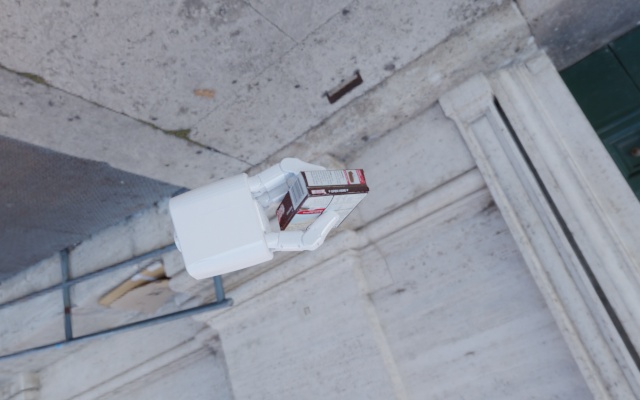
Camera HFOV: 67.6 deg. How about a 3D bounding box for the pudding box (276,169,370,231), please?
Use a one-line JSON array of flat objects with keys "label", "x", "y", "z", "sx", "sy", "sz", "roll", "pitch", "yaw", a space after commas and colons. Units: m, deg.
[{"label": "pudding box", "x": 0.000, "y": 0.002, "z": 0.633, "sx": 0.090, "sy": 0.039, "sz": 0.113, "roll": -5, "pitch": -24, "yaw": -26}]
